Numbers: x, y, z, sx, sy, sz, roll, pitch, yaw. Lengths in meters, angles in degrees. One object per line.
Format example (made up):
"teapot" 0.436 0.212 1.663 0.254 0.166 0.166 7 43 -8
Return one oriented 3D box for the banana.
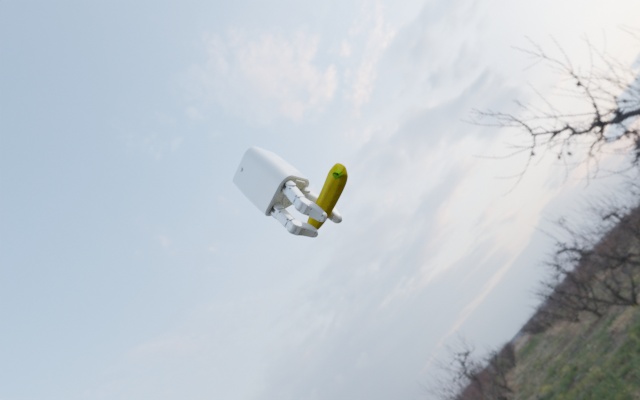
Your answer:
"banana" 0.012 -0.009 0.883 0.069 0.037 0.198 -41 -17 -36
